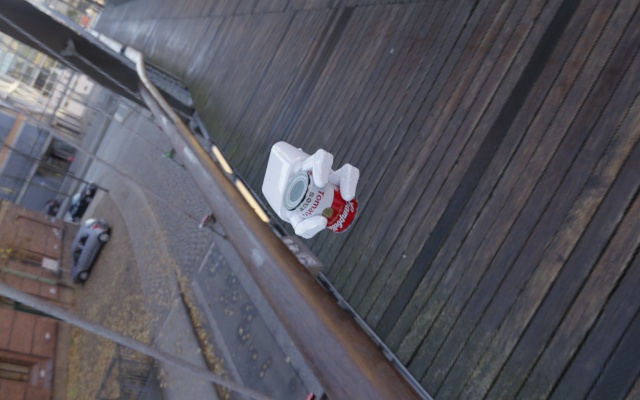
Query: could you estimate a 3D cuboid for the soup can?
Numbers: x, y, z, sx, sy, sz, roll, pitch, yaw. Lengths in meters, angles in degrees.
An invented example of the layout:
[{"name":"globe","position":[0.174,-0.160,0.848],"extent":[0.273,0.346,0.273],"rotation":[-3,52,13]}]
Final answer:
[{"name":"soup can","position":[0.000,0.003,0.750],"extent":[0.102,0.068,0.068],"rotation":[26,-14,-32]}]
